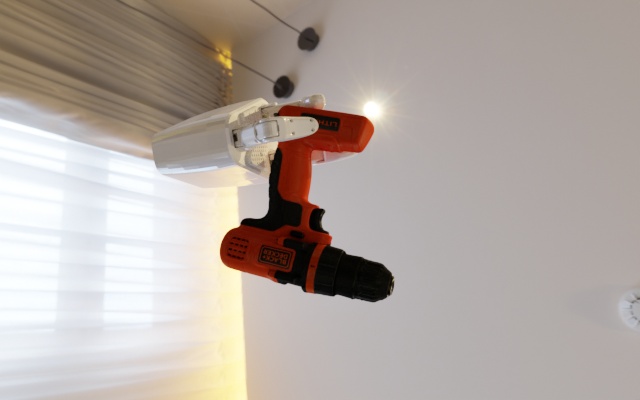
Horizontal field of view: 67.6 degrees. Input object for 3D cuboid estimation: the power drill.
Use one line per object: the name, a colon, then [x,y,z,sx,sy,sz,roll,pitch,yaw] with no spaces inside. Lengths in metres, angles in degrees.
power drill: [0.000,0.001,0.499,0.184,0.187,0.057,12,-11,12]
